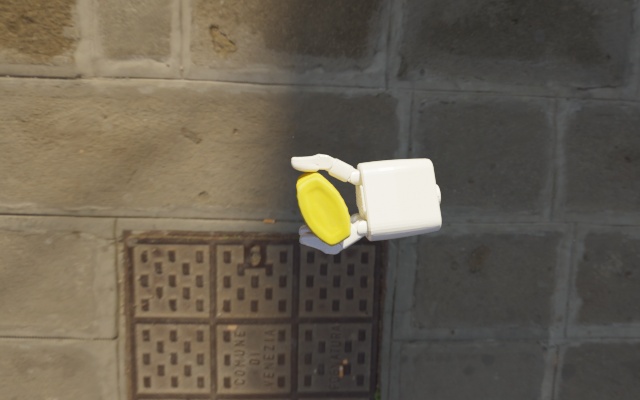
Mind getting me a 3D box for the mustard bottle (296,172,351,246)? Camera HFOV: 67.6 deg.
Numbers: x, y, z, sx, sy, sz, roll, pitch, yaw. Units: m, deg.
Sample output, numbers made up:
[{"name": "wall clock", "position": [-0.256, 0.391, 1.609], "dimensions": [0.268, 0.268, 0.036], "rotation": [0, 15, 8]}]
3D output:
[{"name": "mustard bottle", "position": [0.000, 0.002, 0.706], "dimensions": [0.058, 0.096, 0.191], "rotation": [-31, 8, 1]}]
